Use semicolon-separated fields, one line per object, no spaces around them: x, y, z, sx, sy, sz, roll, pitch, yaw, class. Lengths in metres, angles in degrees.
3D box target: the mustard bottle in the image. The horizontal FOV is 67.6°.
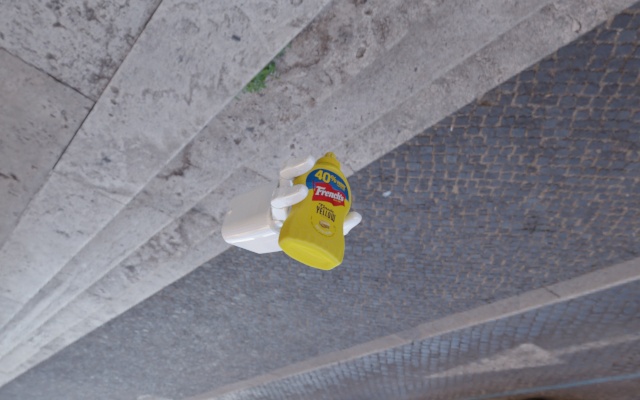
0.000;0.002;0.722;0.096;0.191;0.058;28;-39;-21;mustard bottle
